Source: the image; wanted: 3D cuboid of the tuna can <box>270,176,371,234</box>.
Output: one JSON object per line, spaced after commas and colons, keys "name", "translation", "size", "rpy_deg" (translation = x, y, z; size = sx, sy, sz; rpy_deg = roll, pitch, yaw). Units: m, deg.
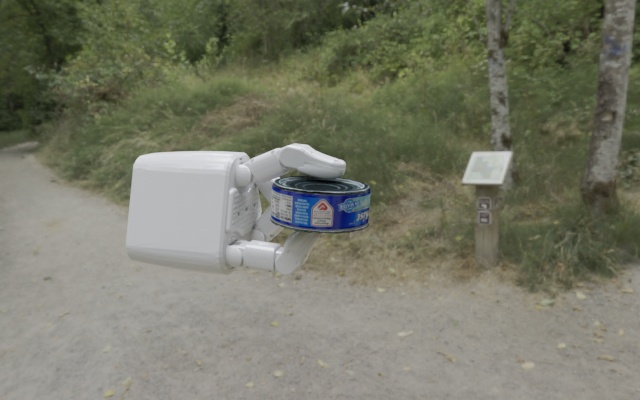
{"name": "tuna can", "translation": [0.000, 0.001, 0.410], "size": [0.086, 0.034, 0.086], "rpy_deg": [3, 11, -1]}
